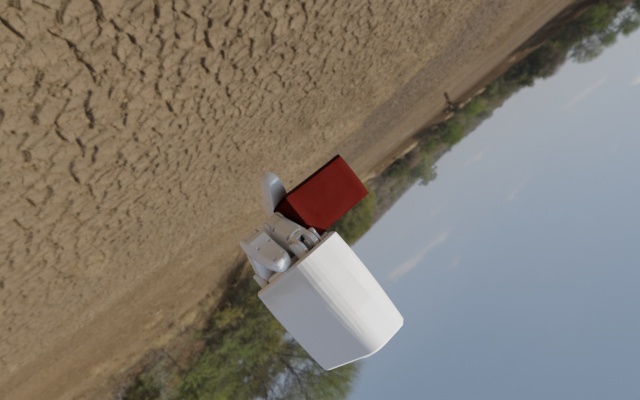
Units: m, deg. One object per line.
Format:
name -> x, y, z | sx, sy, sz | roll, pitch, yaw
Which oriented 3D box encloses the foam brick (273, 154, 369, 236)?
foam brick -> 0.000, 0.001, 0.488 | 0.078, 0.051, 0.053 | -39, -3, -24
